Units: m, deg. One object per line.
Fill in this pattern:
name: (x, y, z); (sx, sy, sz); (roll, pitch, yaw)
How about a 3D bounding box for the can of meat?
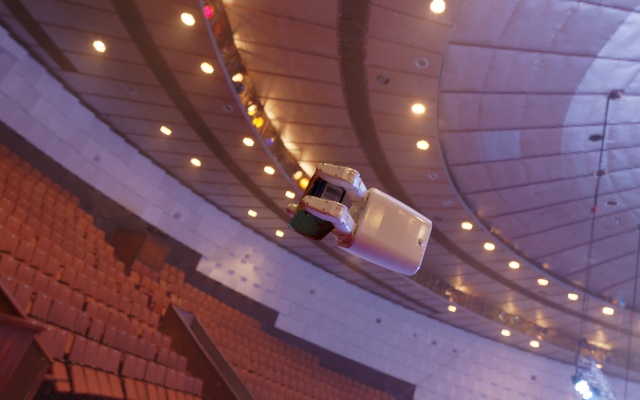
can of meat: (0.000, 0.002, 0.705); (0.057, 0.084, 0.102); (26, -24, -7)
